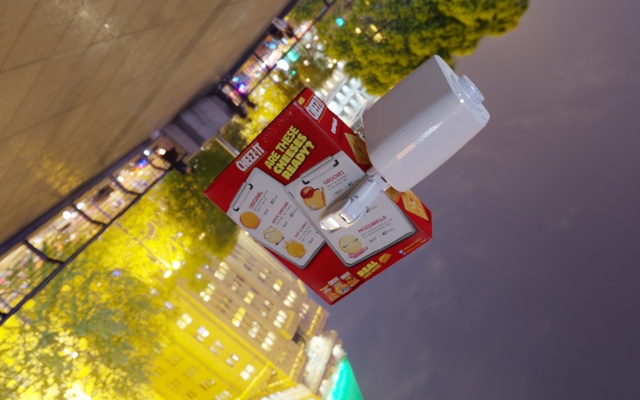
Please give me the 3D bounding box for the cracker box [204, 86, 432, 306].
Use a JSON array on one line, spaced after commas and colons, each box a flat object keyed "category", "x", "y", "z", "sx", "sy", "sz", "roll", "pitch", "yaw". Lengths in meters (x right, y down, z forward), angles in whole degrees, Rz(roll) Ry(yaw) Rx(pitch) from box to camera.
[{"category": "cracker box", "x": 0.000, "y": 0.002, "z": 0.563, "sx": 0.164, "sy": 0.214, "sz": 0.072, "roll": -40, "pitch": 14, "yaw": 27}]
